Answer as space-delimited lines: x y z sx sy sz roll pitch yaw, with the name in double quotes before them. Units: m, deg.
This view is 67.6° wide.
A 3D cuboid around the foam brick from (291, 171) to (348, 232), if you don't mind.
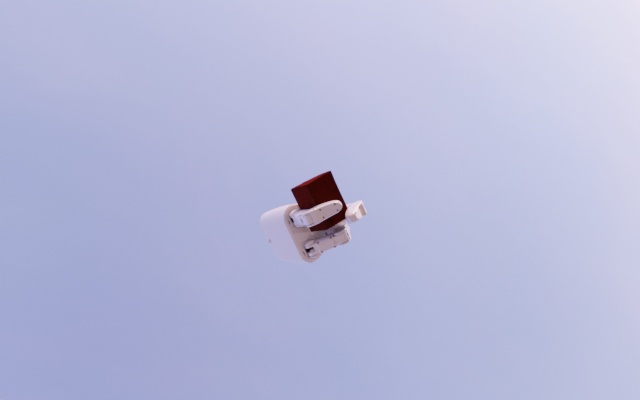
"foam brick" 0.000 0.002 0.737 0.053 0.078 0.051 -29 9 -30
